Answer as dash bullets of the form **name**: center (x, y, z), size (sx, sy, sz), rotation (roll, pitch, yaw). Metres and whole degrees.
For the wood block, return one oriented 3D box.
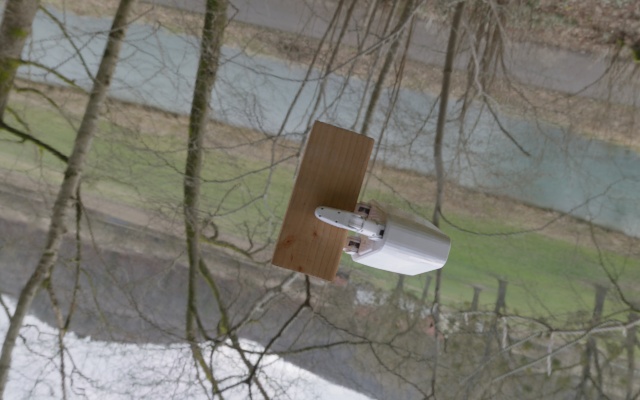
- **wood block**: center (0.000, 0.002, 0.689), size (0.090, 0.206, 0.091), rotation (17, -5, -6)
